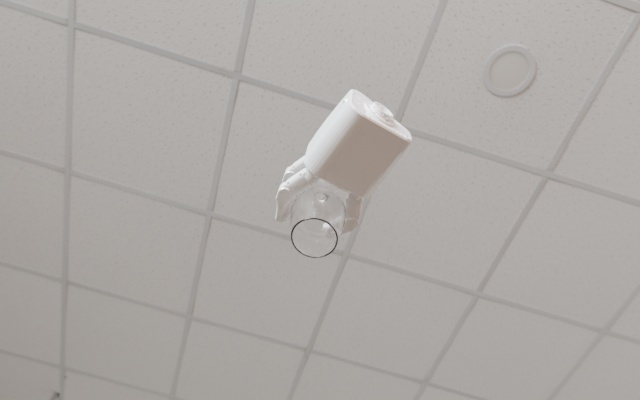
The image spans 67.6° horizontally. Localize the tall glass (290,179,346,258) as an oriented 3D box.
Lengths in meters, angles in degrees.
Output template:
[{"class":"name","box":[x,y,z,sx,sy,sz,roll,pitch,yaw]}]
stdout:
[{"class":"tall glass","box":[0.000,0.002,0.705,0.079,0.079,0.201,0,29,6]}]
